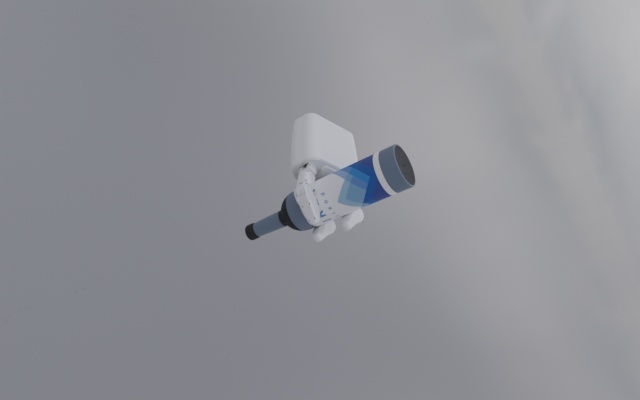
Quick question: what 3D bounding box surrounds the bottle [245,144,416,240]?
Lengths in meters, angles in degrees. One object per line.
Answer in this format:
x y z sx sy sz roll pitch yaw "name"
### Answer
0.000 0.002 0.746 0.296 0.069 0.069 -24 -11 27 "bottle"
